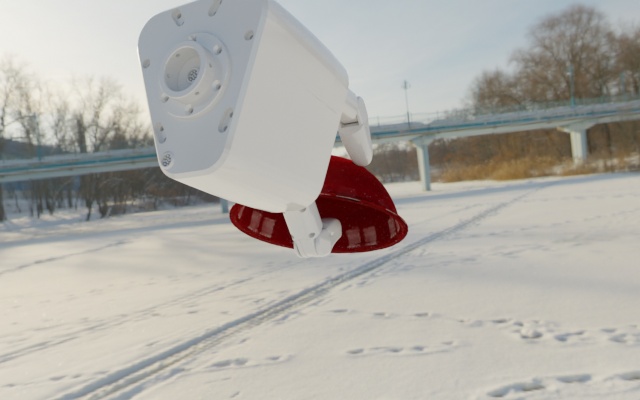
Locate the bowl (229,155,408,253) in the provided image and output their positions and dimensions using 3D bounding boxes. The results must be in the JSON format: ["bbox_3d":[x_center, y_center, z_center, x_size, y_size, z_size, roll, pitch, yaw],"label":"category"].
[{"bbox_3d":[0.000,0.002,0.444,0.162,0.055,0.162,5,-22,2],"label":"bowl"}]
